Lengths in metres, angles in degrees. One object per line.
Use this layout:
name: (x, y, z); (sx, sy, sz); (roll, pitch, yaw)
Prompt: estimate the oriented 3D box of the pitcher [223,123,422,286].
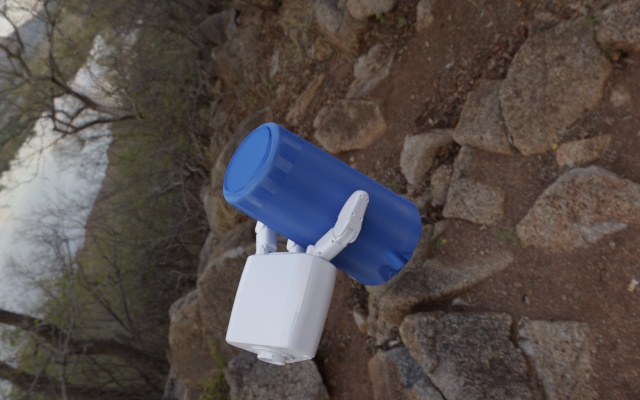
pitcher: (0.000, 0.002, 0.617); (0.243, 0.145, 0.149); (31, -32, -31)
